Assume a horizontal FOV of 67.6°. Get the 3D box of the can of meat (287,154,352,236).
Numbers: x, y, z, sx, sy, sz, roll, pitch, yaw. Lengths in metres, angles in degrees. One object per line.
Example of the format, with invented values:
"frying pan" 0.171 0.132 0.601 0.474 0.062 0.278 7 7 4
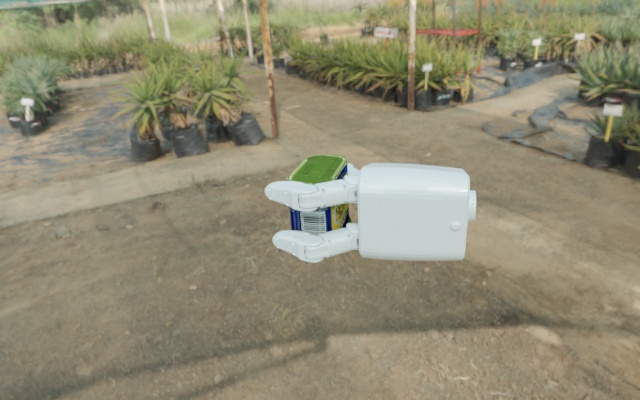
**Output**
"can of meat" 0.000 0.001 0.542 0.057 0.084 0.102 4 25 15
